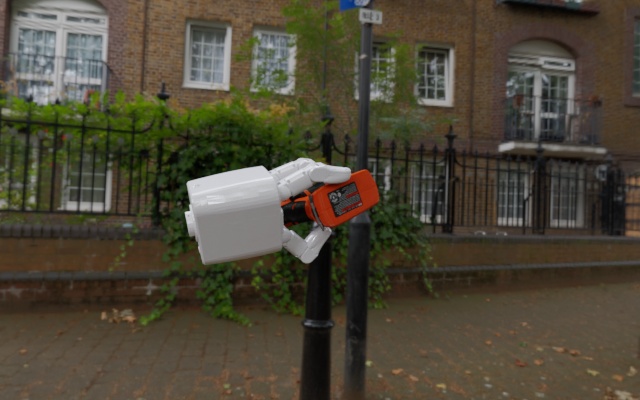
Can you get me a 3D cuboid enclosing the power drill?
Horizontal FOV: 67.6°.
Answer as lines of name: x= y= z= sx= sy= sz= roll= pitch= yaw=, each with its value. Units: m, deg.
power drill: x=0.000 y=0.002 z=0.723 sx=0.184 sy=0.057 sz=0.187 roll=-27 pitch=7 yaw=-34
